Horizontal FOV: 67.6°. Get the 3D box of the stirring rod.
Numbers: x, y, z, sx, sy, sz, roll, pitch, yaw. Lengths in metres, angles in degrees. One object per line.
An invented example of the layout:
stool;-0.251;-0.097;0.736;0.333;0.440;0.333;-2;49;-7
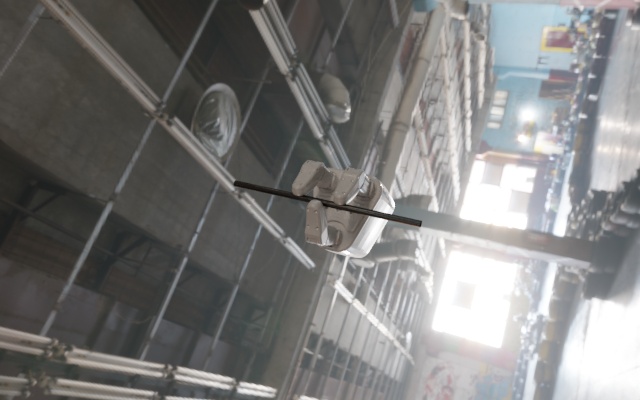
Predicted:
stirring rod;0.000;0.002;0.562;0.239;0.011;0.011;12;5;23
